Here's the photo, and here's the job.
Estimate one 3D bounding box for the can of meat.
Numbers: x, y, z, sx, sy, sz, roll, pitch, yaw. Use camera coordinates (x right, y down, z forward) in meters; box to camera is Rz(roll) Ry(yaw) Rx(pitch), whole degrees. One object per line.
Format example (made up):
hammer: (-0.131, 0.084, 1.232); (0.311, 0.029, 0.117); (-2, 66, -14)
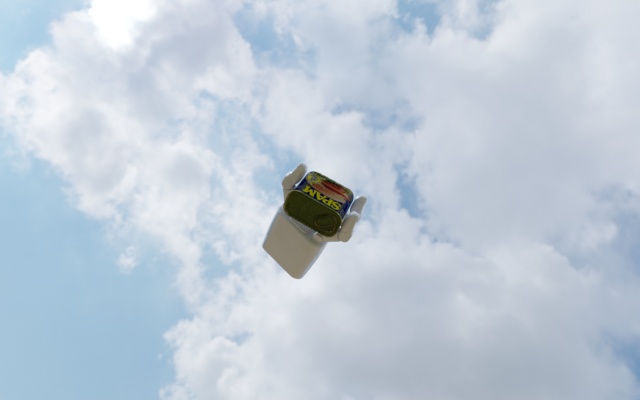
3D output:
can of meat: (0.000, 0.002, 0.823); (0.102, 0.057, 0.084); (30, 37, 4)
